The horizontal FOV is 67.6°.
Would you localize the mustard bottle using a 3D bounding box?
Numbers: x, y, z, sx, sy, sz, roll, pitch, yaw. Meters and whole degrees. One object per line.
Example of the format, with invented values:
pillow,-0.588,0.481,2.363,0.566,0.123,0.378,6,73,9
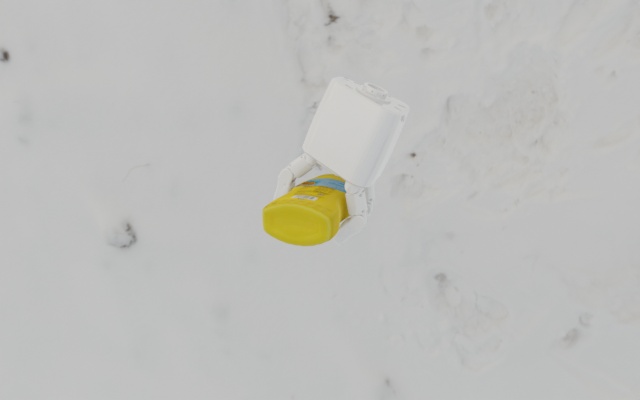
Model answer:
mustard bottle,0.000,0.003,0.674,0.096,0.058,0.191,5,19,19
